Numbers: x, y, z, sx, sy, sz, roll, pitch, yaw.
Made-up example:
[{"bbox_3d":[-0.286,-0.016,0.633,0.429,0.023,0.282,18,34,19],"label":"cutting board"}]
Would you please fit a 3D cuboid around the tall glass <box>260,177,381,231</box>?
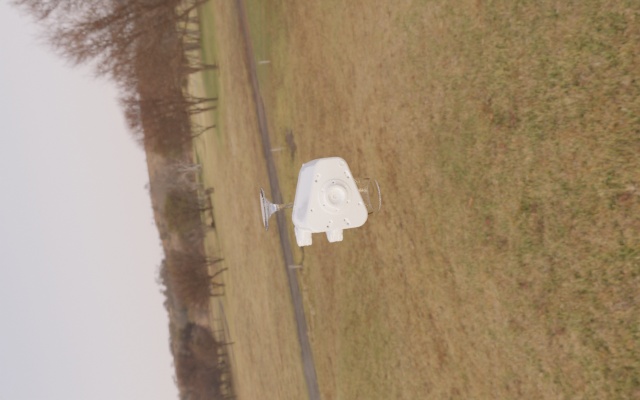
[{"bbox_3d":[-0.001,0.003,0.831,0.201,0.079,0.079,-7,1,-12],"label":"tall glass"}]
